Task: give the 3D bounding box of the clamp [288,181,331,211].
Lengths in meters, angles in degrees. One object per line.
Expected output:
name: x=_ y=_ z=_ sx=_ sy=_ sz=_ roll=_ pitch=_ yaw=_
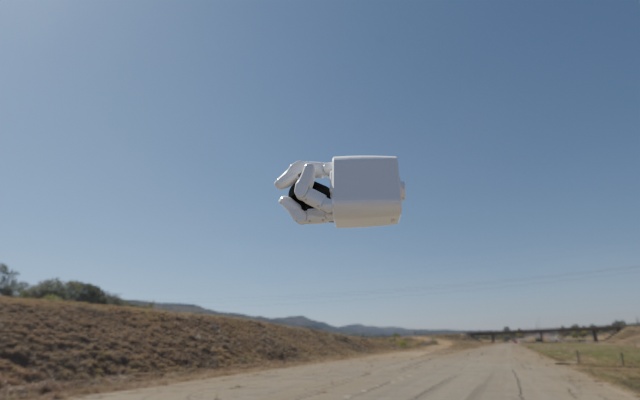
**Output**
clamp: x=0.000 y=0.002 z=0.848 sx=0.120 sy=0.039 sz=0.171 roll=-2 pitch=-16 yaw=5
